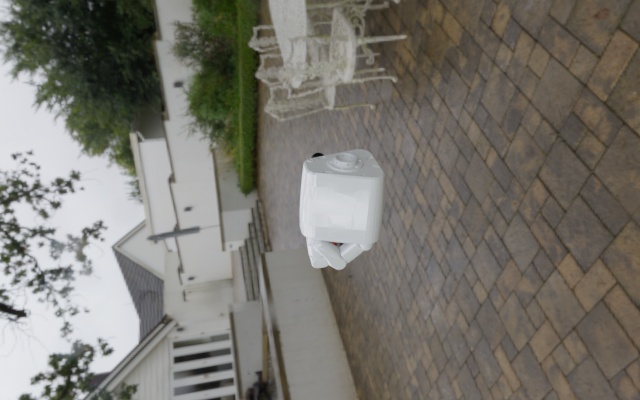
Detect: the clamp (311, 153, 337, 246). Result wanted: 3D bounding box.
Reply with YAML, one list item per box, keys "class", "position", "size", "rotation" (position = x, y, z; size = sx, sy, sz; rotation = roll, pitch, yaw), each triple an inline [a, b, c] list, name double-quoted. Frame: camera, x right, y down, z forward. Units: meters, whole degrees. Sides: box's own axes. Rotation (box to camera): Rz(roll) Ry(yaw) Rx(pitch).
- class: "clamp"
  position: [0.000, 0.003, 0.783]
  size: [0.039, 0.120, 0.171]
  rotation: [-4, 32, -13]
